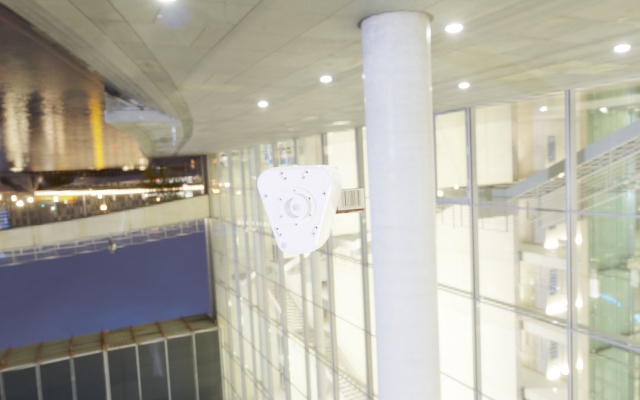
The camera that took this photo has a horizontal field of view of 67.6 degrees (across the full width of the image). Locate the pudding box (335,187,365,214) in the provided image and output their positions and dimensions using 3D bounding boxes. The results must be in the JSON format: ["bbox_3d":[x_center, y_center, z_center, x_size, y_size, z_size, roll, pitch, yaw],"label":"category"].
[{"bbox_3d":[0.000,0.003,0.734,0.113,0.039,0.090,-2,0,-21],"label":"pudding box"}]
